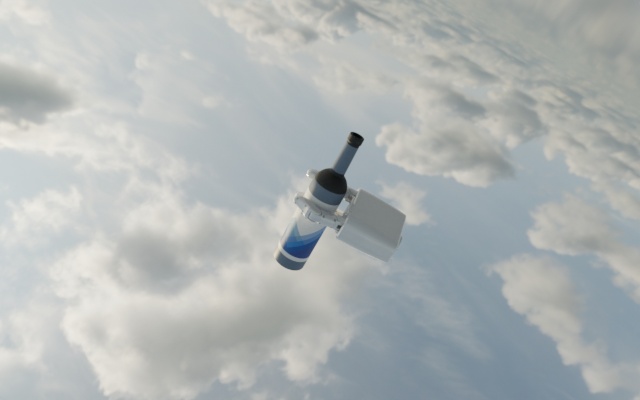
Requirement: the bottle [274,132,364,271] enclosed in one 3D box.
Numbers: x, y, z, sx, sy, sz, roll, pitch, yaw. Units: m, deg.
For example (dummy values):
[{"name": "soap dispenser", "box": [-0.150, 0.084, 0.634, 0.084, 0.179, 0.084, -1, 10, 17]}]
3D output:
[{"name": "bottle", "box": [0.000, 0.003, 0.892, 0.069, 0.296, 0.069, 23, 28, -13]}]
